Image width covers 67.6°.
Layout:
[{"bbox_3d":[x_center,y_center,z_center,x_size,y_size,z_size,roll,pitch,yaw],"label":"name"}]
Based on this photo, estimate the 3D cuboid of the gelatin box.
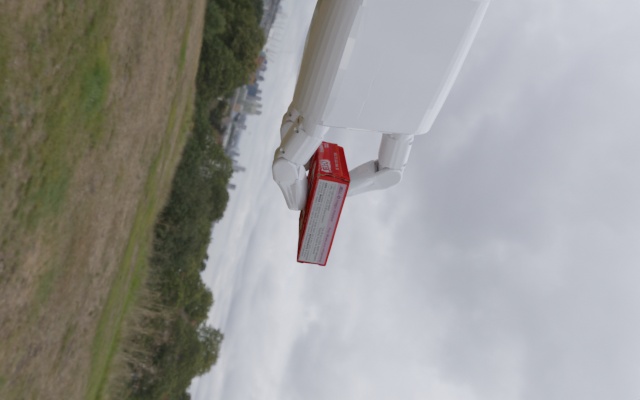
[{"bbox_3d":[0.000,0.002,0.427,0.030,0.089,0.073,10,28,-7],"label":"gelatin box"}]
